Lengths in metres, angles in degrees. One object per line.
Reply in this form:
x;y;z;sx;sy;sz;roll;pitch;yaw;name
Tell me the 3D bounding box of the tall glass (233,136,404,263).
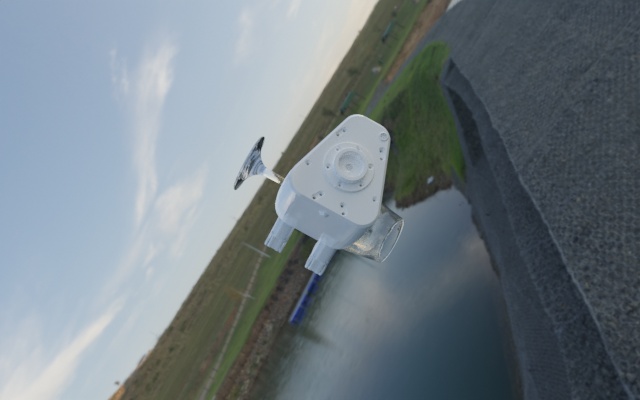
-0.001;0.002;0.583;0.201;0.079;0.079;29;-1;-2;tall glass
